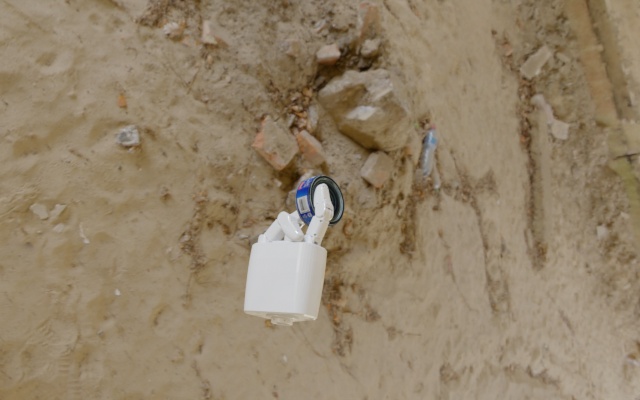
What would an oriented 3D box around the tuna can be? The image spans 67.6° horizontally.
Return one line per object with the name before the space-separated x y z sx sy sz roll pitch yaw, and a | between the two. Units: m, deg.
tuna can | 0.001 0.002 0.777 0.034 0.086 0.086 -17 -11 41
